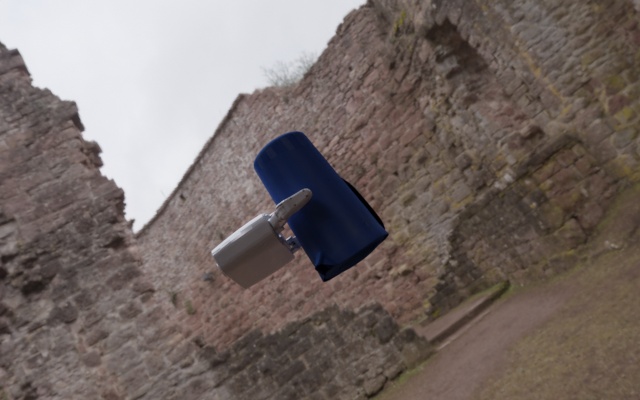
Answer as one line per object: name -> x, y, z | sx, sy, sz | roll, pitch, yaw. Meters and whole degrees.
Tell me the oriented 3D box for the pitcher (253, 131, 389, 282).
pitcher -> 0.000, 0.003, 0.813 | 0.145, 0.242, 0.149 | -35, -14, -2
